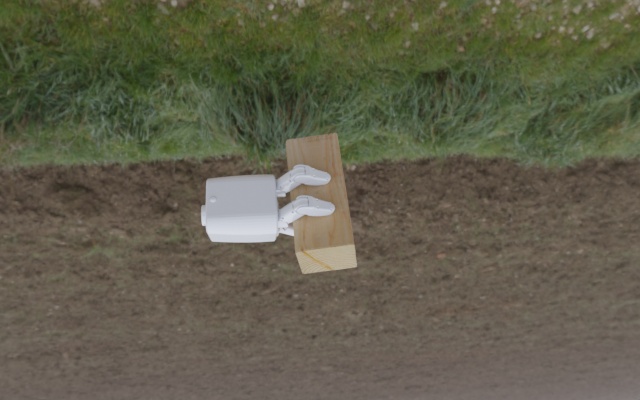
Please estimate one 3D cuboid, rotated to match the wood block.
[{"bbox_3d":[0.000,0.003,0.778,0.090,0.206,0.091,-8,-30,2],"label":"wood block"}]
